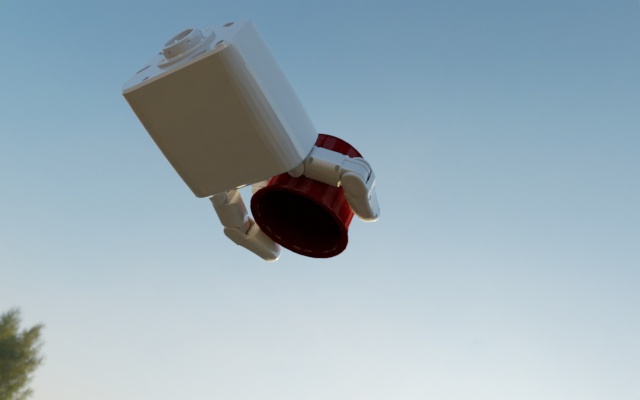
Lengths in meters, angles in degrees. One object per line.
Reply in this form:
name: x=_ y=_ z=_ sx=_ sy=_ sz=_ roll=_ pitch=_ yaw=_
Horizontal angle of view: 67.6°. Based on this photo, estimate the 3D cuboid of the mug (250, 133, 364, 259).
mug: x=0.001 y=0.002 z=0.445 sx=0.093 sy=0.081 sz=0.117 roll=-2 pitch=-46 yaw=33
